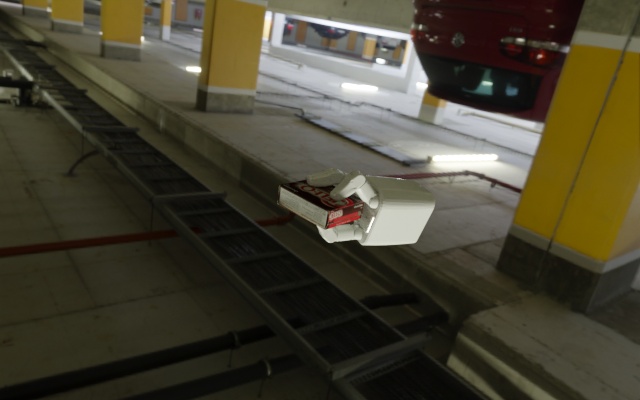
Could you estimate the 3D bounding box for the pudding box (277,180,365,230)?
[{"bbox_3d":[0.000,0.003,0.772,0.113,0.039,0.090,25,25,36],"label":"pudding box"}]
